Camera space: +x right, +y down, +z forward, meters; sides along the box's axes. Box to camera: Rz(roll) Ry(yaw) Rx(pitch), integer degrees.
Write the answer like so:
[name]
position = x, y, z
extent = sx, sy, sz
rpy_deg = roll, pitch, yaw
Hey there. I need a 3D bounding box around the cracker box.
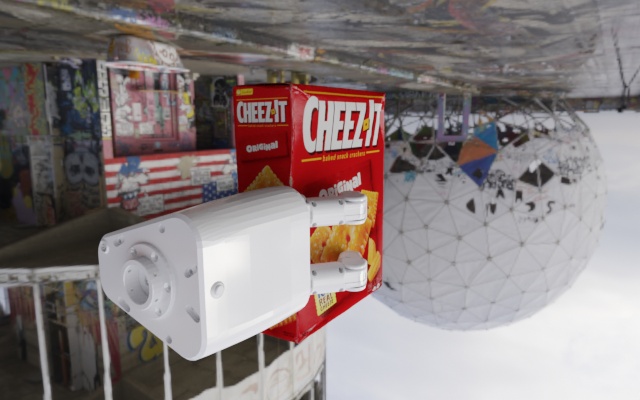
[cracker box]
position = 0.000, 0.002, 0.458
extent = 0.072, 0.214, 0.164
rpy_deg = 6, 12, 33
